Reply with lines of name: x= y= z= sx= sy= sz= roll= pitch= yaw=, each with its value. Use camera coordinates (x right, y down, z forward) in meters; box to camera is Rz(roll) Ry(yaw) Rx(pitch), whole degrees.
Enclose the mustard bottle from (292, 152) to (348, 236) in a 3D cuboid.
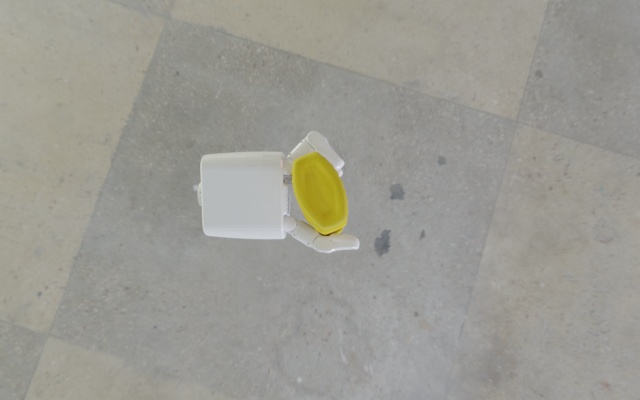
mustard bottle: x=0.000 y=0.002 z=0.644 sx=0.058 sy=0.096 sz=0.191 roll=-24 pitch=-8 yaw=-3
